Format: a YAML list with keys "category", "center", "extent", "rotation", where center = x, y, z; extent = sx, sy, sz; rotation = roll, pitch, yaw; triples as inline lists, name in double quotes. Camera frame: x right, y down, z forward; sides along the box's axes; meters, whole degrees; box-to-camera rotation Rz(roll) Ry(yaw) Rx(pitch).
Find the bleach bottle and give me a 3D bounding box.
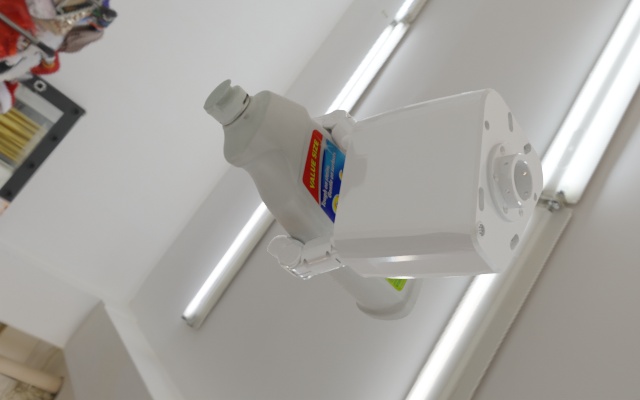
- category: "bleach bottle"
  center: [0.000, 0.001, 0.409]
  extent: [0.068, 0.102, 0.251]
  rotation: [-8, -41, 47]
